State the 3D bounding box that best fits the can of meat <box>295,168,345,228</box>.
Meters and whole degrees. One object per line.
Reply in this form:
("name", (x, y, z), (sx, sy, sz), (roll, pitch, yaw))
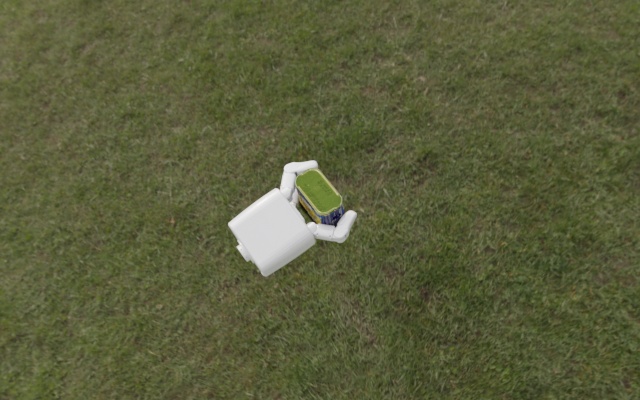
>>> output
("can of meat", (0.000, 0.003, 0.847), (0.057, 0.102, 0.084), (-33, -27, -11))
